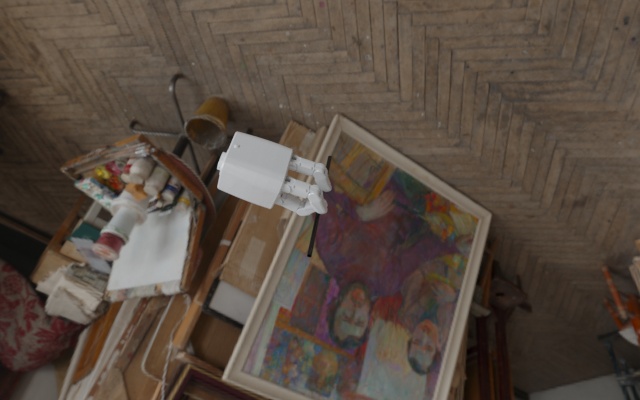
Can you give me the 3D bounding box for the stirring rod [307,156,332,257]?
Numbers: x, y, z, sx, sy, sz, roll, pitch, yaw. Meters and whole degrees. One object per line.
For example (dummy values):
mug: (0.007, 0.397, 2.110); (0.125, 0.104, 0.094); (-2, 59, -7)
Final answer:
stirring rod: (0.000, 0.003, 0.864); (0.011, 0.239, 0.011); (7, -41, 6)
